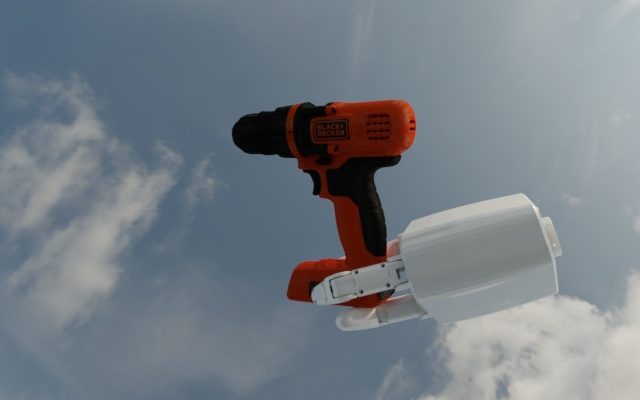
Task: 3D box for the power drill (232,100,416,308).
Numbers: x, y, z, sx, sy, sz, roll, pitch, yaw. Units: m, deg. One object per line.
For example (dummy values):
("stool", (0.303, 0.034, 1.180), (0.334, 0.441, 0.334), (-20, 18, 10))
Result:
("power drill", (0.000, 0.002, 0.453), (0.184, 0.188, 0.057), (1, 11, 28))
